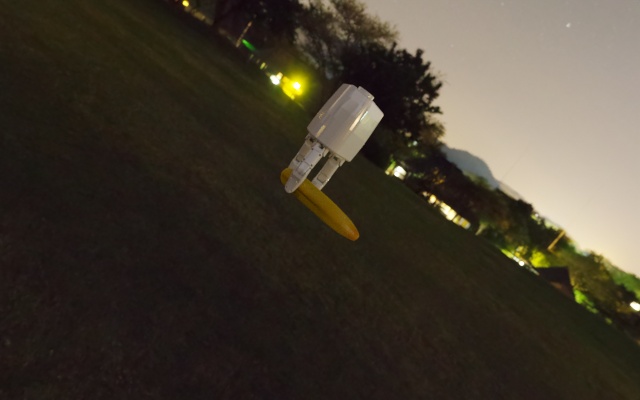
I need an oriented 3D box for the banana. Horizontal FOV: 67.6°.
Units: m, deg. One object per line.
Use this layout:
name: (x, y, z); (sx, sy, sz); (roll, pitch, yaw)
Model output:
banana: (-0.010, -0.003, 0.832); (0.197, 0.037, 0.070); (42, 7, 28)
